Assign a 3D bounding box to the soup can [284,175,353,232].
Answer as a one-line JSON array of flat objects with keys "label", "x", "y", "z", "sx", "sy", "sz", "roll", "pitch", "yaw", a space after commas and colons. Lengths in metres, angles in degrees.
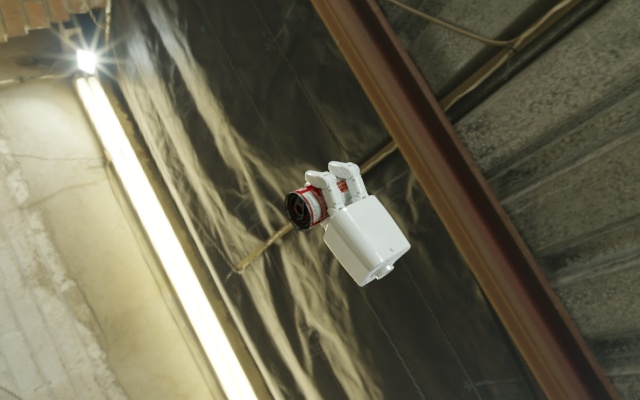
[{"label": "soup can", "x": 0.000, "y": 0.002, "z": 0.797, "sx": 0.102, "sy": 0.068, "sz": 0.068, "roll": -23, "pitch": 14, "yaw": -35}]
